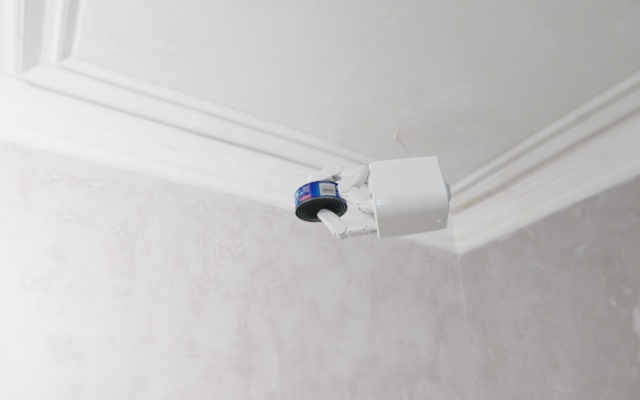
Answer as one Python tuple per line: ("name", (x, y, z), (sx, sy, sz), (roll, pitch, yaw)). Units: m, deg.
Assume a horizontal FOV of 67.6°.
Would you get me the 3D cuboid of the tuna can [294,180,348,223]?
("tuna can", (0.000, 0.002, 0.774), (0.086, 0.033, 0.086), (-5, -28, -3))
